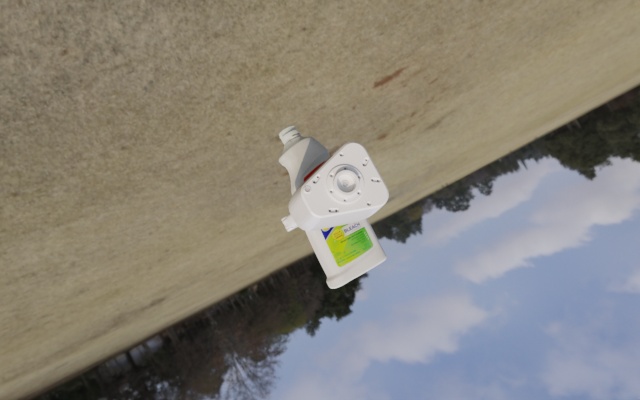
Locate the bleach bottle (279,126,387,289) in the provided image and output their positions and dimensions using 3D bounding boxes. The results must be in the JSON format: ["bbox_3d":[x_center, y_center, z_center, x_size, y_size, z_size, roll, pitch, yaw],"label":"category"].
[{"bbox_3d":[0.000,0.002,0.741,0.102,0.251,0.068,-28,-4,-15],"label":"bleach bottle"}]
